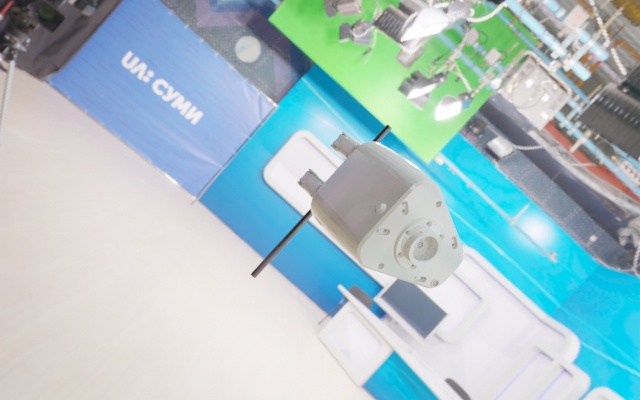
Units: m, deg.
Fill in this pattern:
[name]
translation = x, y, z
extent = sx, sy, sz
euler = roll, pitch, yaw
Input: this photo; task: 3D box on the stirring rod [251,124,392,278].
[stirring rod]
translation = 0.000, 0.002, 0.566
extent = 0.011, 0.239, 0.011
euler = 42, 3, -3
